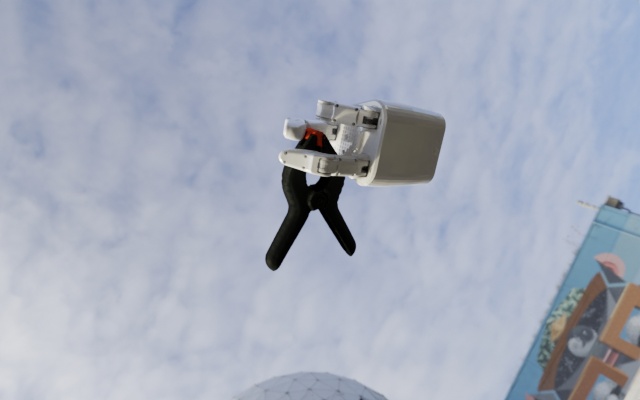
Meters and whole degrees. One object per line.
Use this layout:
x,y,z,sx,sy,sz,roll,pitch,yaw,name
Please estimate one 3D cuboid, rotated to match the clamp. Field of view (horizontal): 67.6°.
0.000,0.002,0.573,0.120,0.171,0.039,0,18,-35,clamp
